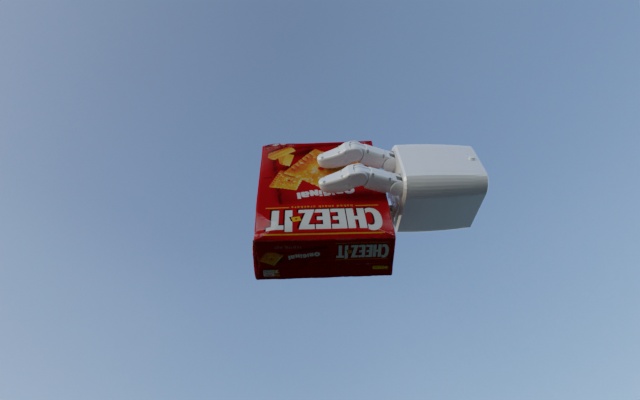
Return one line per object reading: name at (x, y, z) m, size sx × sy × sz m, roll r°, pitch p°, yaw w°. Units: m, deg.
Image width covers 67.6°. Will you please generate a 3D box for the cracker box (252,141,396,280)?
cracker box at (0.000, 0.002, 0.627) m, size 0.164 × 0.072 × 0.213 m, roll -2°, pitch 37°, yaw -2°
